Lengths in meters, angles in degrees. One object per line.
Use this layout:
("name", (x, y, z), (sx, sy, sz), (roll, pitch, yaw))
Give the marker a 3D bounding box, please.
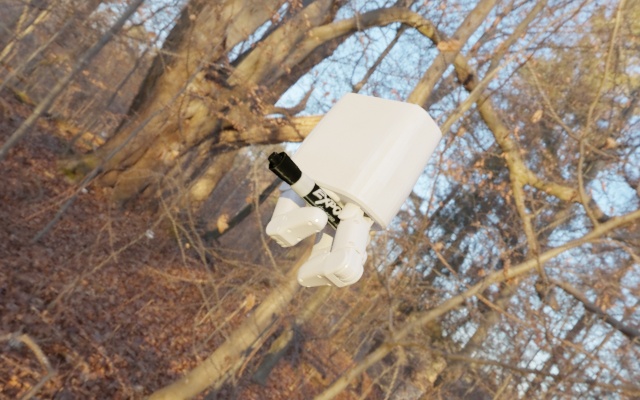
("marker", (0.000, 0.001, 0.401), (0.121, 0.020, 0.020), (44, -25, -29))
